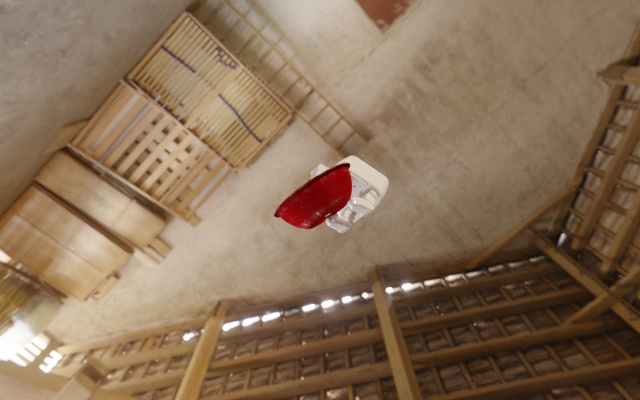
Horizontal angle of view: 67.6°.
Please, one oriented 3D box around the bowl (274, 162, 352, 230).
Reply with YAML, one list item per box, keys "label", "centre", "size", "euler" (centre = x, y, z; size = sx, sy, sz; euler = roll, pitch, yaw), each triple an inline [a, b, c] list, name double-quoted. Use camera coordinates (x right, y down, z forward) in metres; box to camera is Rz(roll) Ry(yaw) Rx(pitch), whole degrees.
- label: "bowl"
  centre: [0.000, 0.003, 0.833]
  size: [0.162, 0.055, 0.162]
  euler: [-34, -10, -6]
